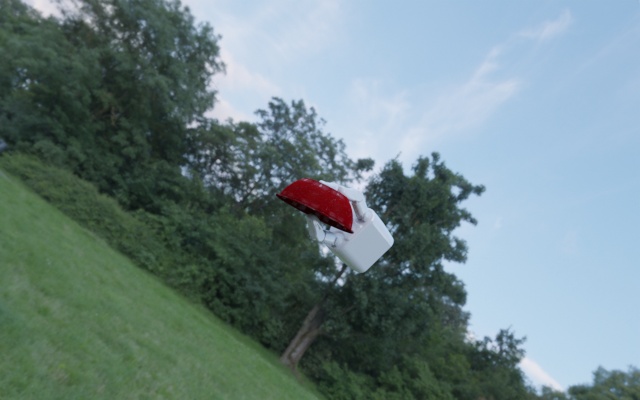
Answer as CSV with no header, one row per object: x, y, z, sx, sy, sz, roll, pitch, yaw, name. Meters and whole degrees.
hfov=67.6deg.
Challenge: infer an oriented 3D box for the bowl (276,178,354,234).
0.000,0.002,0.884,0.162,0.055,0.162,26,-6,3,bowl
